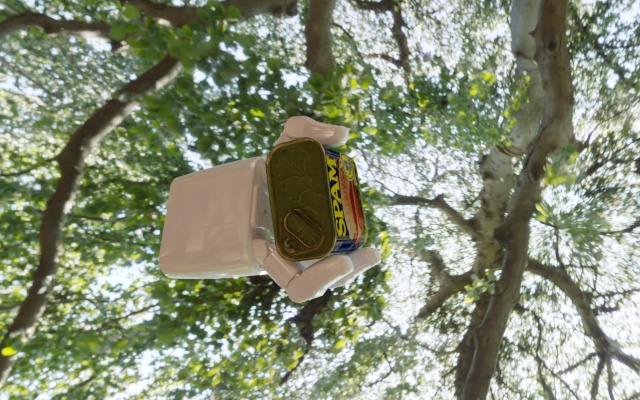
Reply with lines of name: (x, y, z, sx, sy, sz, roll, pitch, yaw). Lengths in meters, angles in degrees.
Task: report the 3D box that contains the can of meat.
can of meat: (0.000, 0.001, 0.432, 0.057, 0.102, 0.084, -11, -8, 25)
